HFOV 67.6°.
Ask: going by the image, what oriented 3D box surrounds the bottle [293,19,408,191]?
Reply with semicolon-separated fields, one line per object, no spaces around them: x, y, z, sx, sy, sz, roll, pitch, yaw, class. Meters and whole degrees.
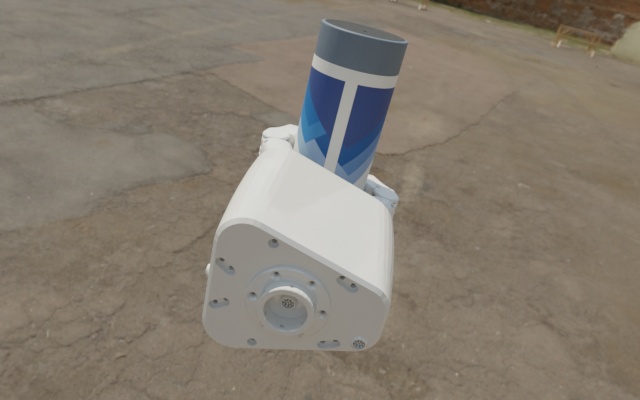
0.000;0.001;0.420;0.069;0.296;0.069;12;26;-6;bottle
